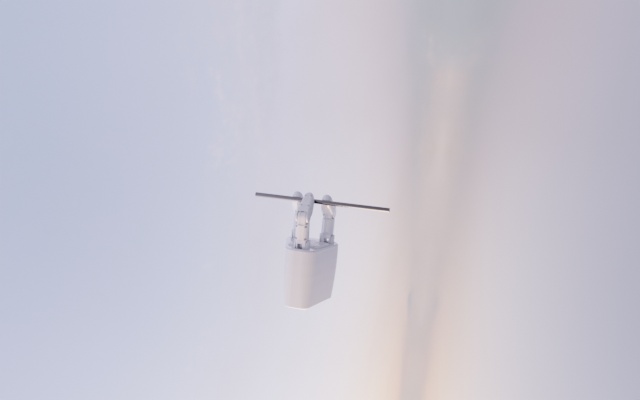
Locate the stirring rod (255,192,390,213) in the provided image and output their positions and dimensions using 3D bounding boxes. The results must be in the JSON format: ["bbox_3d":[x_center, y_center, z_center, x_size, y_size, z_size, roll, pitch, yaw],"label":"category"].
[{"bbox_3d":[0.000,0.003,0.831,0.239,0.011,0.011,7,1,13],"label":"stirring rod"}]
